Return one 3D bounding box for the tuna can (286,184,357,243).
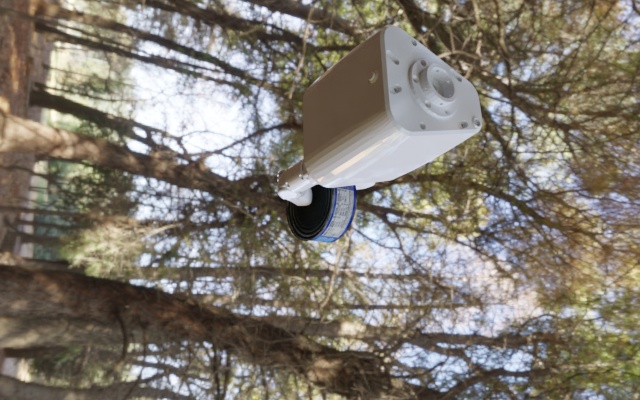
[{"bbox_3d":[0.001,0.002,0.507,0.034,0.086,0.086,9,-5,-35],"label":"tuna can"}]
